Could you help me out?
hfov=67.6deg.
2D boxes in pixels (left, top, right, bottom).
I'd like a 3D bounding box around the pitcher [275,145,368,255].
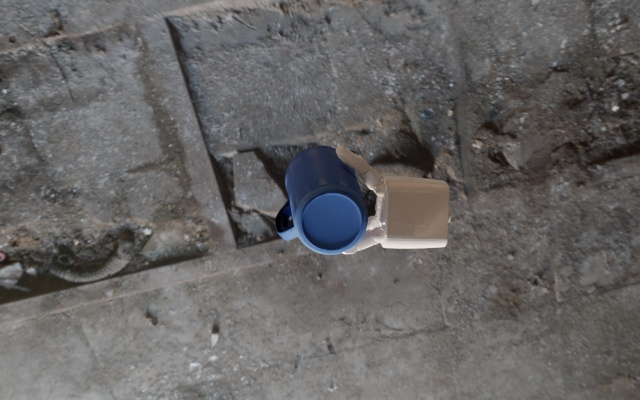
[{"bbox_3d":[0.000,0.003,0.791,0.145,0.149,0.242,4,17,-5],"label":"pitcher"}]
